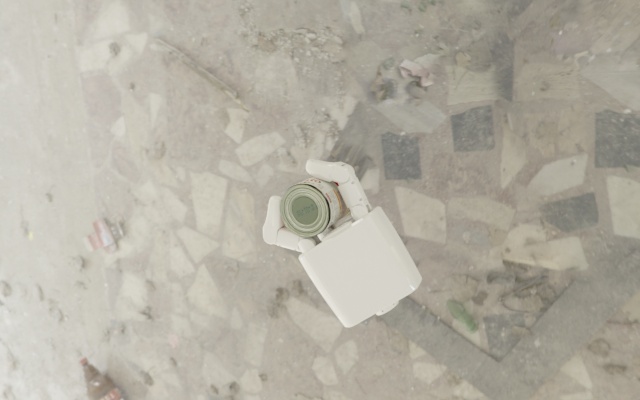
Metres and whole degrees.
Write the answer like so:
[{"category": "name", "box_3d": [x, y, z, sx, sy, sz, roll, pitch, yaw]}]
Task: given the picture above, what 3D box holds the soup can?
[{"category": "soup can", "box_3d": [0.000, 0.002, 0.607, 0.068, 0.068, 0.102, 0, 13, 24]}]
